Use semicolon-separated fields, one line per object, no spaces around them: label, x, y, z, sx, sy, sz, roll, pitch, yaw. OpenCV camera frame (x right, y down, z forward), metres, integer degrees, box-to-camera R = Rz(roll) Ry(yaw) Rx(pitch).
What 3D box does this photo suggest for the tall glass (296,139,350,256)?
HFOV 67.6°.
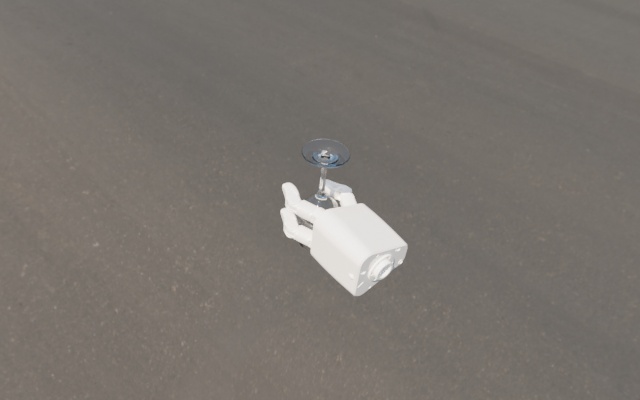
tall glass;0.000;0.002;0.787;0.079;0.201;0.079;4;41;-3
